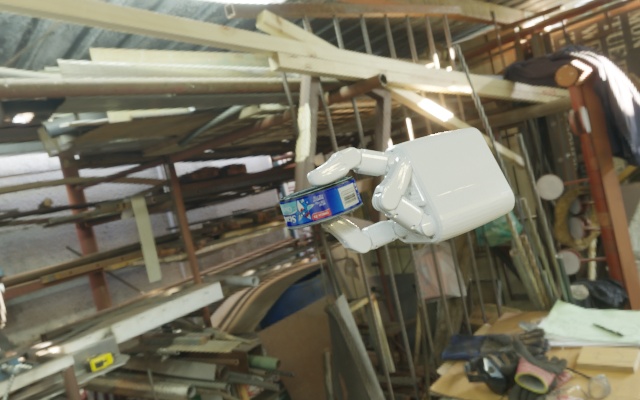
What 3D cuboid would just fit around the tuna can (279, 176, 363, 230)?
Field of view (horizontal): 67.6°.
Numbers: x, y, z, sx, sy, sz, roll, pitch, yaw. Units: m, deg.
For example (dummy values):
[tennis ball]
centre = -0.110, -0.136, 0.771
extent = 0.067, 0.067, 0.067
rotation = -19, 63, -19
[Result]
[tuna can]
centre = 0.000, 0.001, 0.511
extent = 0.086, 0.034, 0.086
rotation = -18, 5, 2
